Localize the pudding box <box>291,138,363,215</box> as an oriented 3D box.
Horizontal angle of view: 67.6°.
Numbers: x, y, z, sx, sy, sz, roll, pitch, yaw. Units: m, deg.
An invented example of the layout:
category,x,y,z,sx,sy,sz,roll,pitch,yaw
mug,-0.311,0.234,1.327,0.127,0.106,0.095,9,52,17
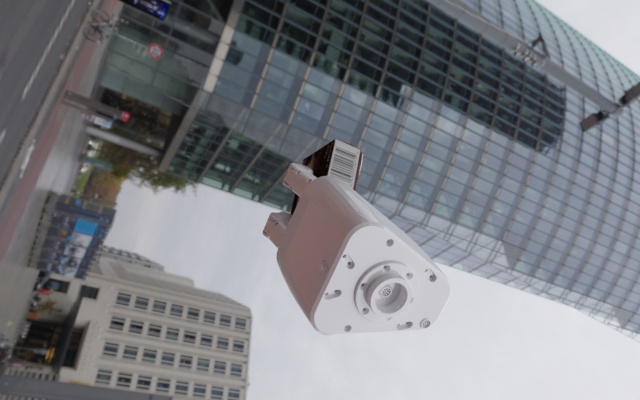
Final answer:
category,x,y,z,sx,sy,sz,roll,pitch,yaw
pudding box,0.000,0.002,0.506,0.039,0.113,0.090,20,-17,-20
